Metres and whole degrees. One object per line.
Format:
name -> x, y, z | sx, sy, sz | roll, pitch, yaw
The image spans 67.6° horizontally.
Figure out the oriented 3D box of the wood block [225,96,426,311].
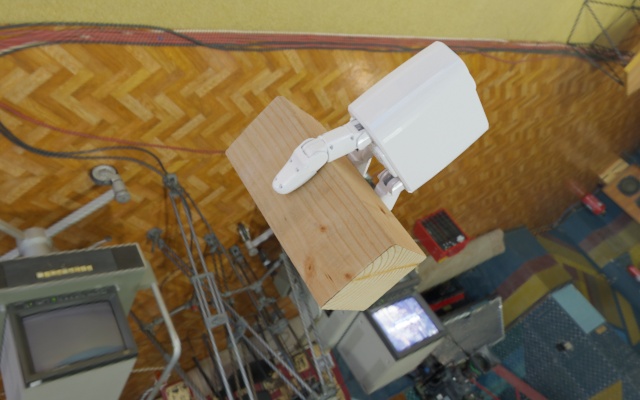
wood block -> 0.000, 0.001, 0.491 | 0.090, 0.206, 0.091 | -44, -30, 14
